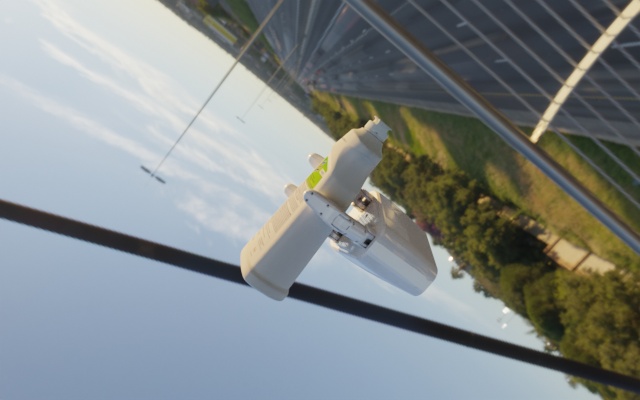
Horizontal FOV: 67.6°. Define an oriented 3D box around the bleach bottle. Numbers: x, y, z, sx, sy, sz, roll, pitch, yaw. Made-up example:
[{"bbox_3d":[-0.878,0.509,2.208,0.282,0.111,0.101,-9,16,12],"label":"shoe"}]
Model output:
[{"bbox_3d":[0.000,0.002,0.601,0.068,0.251,0.102,37,9,-21],"label":"bleach bottle"}]
